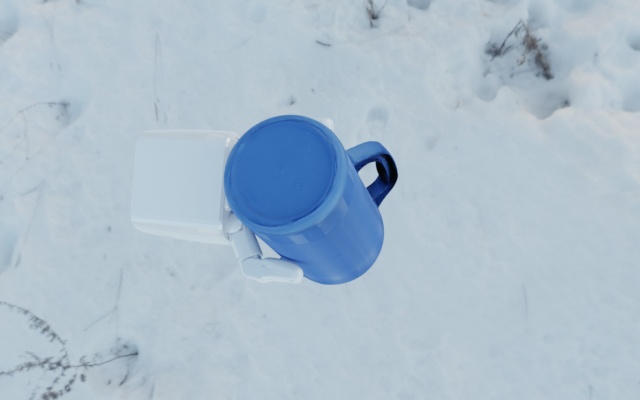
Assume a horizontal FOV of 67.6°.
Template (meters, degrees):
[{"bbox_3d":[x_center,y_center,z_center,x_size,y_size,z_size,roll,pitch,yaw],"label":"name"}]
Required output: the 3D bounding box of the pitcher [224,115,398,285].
[{"bbox_3d":[0.000,0.002,0.502,0.145,0.149,0.243,5,-15,13],"label":"pitcher"}]
